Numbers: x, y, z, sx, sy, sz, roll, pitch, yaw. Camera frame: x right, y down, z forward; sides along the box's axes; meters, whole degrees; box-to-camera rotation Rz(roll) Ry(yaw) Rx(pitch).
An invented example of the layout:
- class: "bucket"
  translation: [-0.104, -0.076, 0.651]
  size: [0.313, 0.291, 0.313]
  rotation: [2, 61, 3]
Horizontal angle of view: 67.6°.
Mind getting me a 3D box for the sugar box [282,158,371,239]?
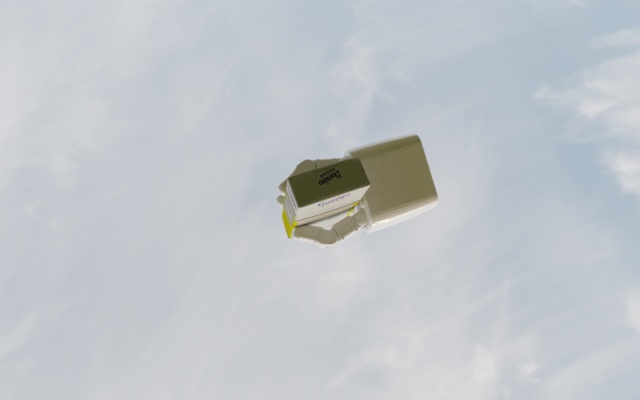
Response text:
- class: "sugar box"
  translation: [0.000, 0.002, 0.631]
  size: [0.093, 0.048, 0.176]
  rotation: [-18, -16, -13]
